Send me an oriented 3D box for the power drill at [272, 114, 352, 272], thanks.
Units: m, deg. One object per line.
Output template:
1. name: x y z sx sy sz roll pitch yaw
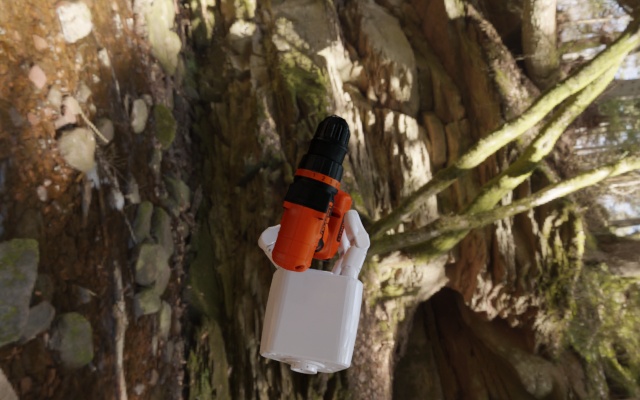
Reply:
1. power drill: 0.000 0.002 0.606 0.057 0.184 0.188 19 -7 12
